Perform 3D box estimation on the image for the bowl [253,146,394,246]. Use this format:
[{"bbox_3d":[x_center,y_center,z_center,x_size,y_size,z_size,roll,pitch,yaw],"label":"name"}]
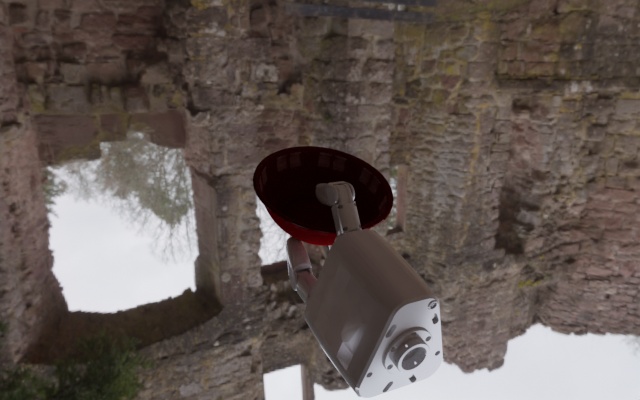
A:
[{"bbox_3d":[0.000,0.001,0.558,0.162,0.055,0.162,8,38,-6],"label":"bowl"}]
